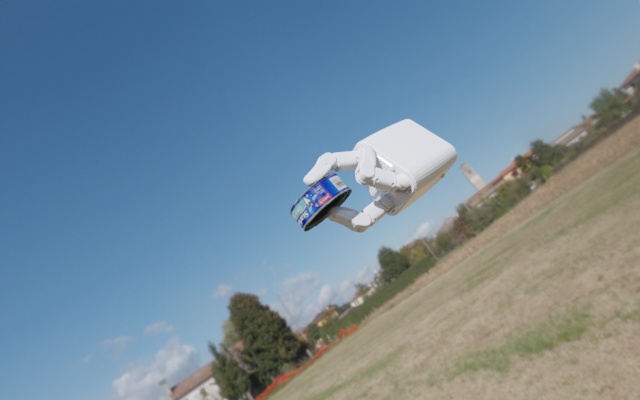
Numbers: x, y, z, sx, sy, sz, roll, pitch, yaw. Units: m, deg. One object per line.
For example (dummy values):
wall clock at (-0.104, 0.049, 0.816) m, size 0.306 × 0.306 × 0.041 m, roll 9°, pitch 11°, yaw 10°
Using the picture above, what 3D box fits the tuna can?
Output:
tuna can at (0.000, 0.002, 0.655) m, size 0.086 × 0.033 × 0.086 m, roll -39°, pitch -11°, yaw -9°
